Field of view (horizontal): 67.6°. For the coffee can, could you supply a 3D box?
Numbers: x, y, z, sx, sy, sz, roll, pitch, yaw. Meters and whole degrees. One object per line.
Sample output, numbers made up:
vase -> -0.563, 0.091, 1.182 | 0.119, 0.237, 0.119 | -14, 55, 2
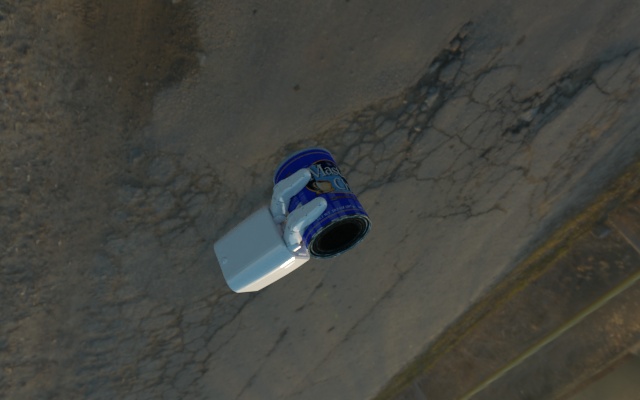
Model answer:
coffee can -> 0.000, 0.002, 0.726 | 0.103, 0.140, 0.103 | -20, -33, -14
